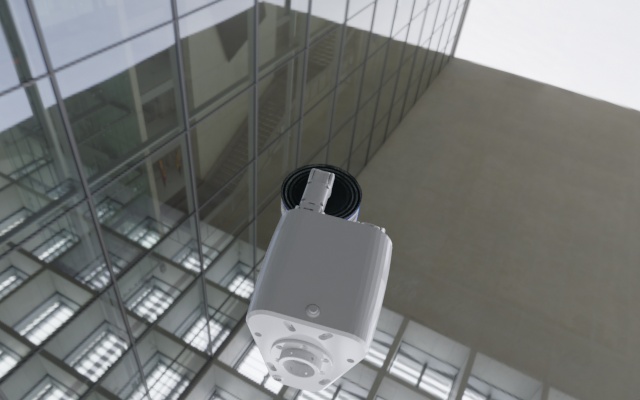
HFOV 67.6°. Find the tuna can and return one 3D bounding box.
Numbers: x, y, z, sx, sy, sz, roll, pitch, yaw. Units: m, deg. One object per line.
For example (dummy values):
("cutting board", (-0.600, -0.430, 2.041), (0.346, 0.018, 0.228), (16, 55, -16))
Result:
("tuna can", (0.000, 0.002, 0.512), (0.086, 0.086, 0.034), (0, -43, -6))
